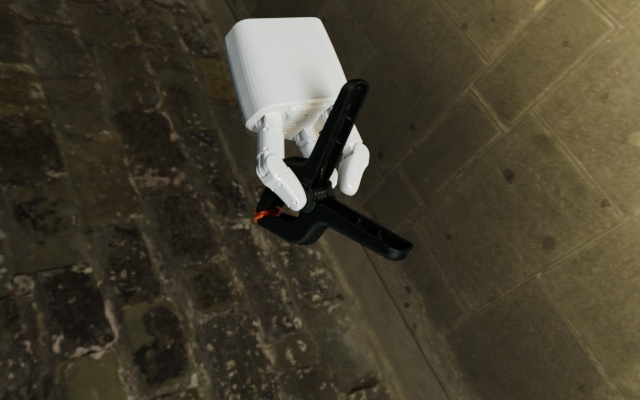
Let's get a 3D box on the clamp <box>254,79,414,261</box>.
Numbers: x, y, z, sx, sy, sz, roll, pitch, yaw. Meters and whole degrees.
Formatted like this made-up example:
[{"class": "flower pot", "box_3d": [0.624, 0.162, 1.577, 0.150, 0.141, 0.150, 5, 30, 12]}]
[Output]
[{"class": "clamp", "box_3d": [-0.001, 0.002, 0.480, 0.036, 0.164, 0.210, -7, -16, -40]}]
